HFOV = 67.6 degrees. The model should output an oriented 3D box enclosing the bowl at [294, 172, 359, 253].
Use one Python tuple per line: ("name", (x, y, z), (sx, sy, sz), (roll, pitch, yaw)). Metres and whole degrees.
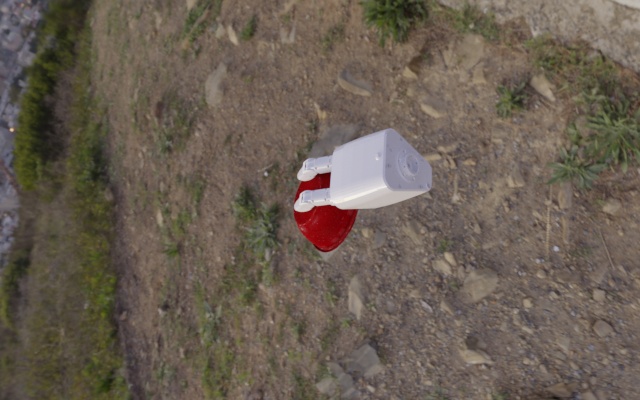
("bowl", (-0.001, 0.003, 0.798), (0.055, 0.162, 0.162), (16, -7, -27))
